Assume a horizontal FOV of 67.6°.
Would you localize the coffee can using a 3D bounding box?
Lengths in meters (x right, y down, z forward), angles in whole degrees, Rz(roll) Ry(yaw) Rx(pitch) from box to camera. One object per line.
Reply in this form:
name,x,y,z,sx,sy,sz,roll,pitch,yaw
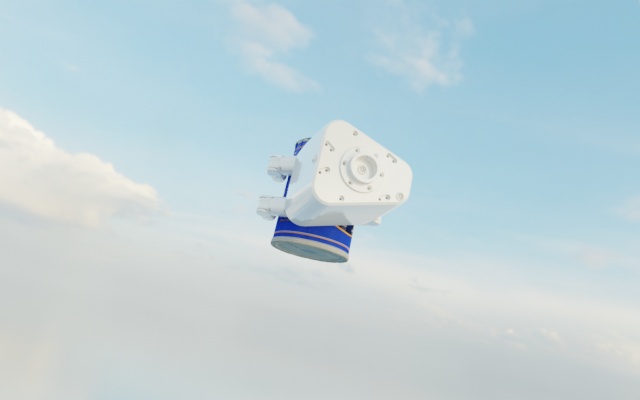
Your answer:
coffee can,0.000,0.002,0.631,0.103,0.140,0.103,12,-16,3
